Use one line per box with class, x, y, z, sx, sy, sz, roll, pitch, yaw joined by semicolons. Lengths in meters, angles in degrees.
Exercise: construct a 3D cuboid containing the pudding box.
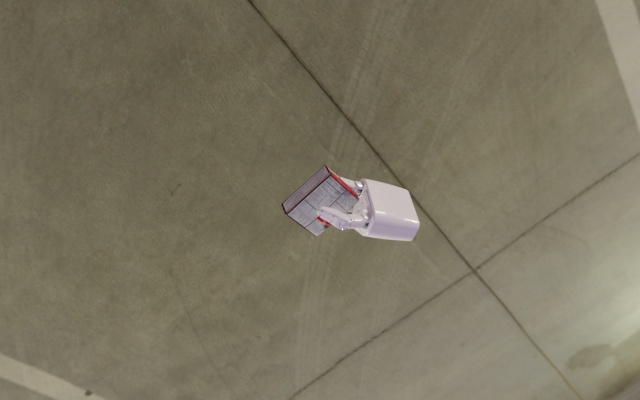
pudding box;0.000;0.003;0.868;0.090;0.113;0.039;40;13;-35
